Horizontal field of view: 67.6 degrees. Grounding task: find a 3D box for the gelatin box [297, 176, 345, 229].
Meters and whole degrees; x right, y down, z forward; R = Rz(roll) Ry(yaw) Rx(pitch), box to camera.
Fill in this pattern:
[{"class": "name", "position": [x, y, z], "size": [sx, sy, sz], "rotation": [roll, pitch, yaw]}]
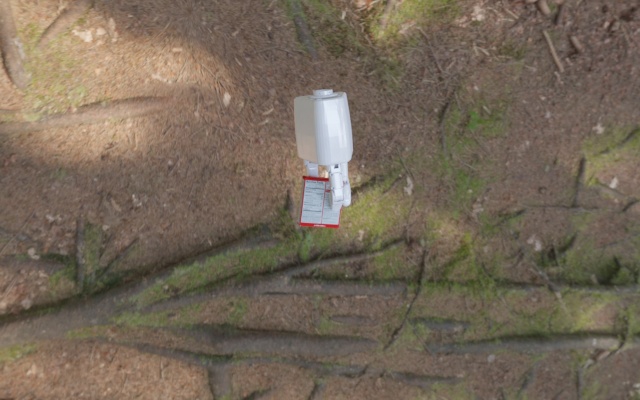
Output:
[{"class": "gelatin box", "position": [0.000, 0.003, 0.850], "size": [0.073, 0.089, 0.030], "rotation": [4, 10, -14]}]
